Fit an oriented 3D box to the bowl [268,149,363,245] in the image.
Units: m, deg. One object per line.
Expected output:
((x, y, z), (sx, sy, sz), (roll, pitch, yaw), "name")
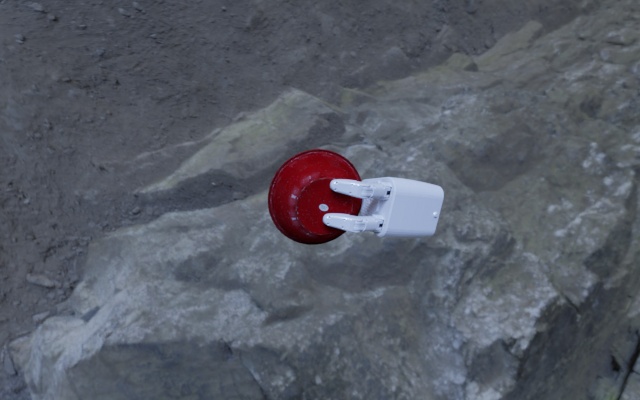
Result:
((-0.001, 0.003, 0.756), (0.162, 0.162, 0.055), (0, 15, -15), "bowl")
